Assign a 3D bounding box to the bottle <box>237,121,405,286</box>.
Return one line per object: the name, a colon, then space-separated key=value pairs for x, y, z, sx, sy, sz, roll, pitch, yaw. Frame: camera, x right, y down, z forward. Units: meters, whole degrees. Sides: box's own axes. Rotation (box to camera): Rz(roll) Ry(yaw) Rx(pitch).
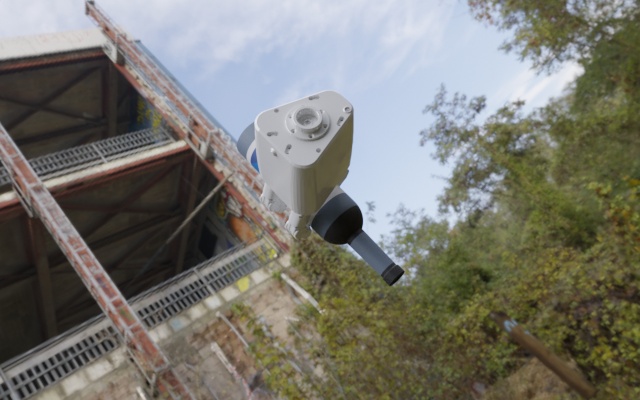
bottle: x=0.000 y=0.002 z=0.656 sx=0.295 sy=0.069 sz=0.069 roll=45 pitch=19 yaw=20
